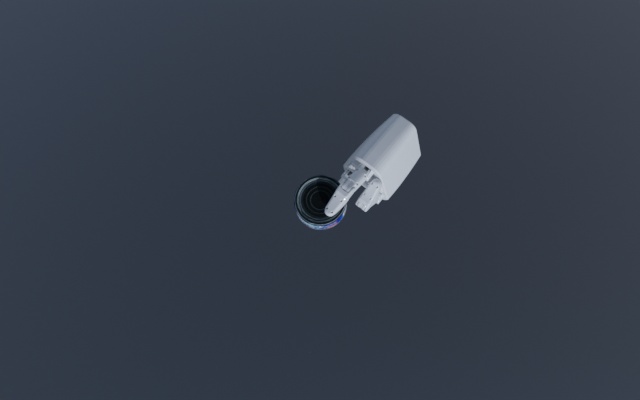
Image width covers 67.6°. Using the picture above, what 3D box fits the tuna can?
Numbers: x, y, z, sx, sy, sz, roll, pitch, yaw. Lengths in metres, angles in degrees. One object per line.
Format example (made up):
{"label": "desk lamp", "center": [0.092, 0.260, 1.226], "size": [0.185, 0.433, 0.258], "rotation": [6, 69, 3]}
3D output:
{"label": "tuna can", "center": [0.000, 0.002, 0.772], "size": [0.086, 0.086, 0.034], "rotation": [0, -13, 2]}
